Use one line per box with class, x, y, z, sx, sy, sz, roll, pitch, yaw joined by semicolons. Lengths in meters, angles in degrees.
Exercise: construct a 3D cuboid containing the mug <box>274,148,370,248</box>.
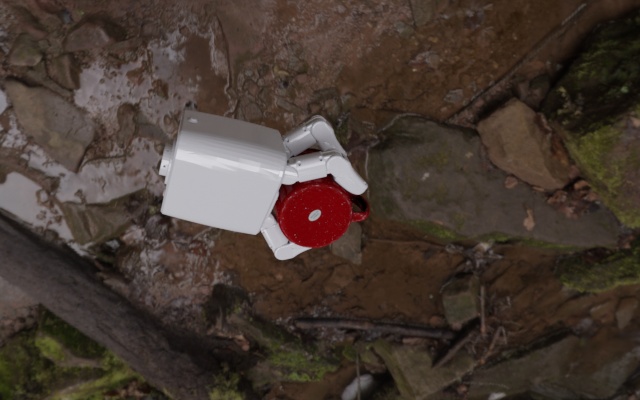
mug;0.001;0.002;0.540;0.117;0.093;0.081;12;26;-17
